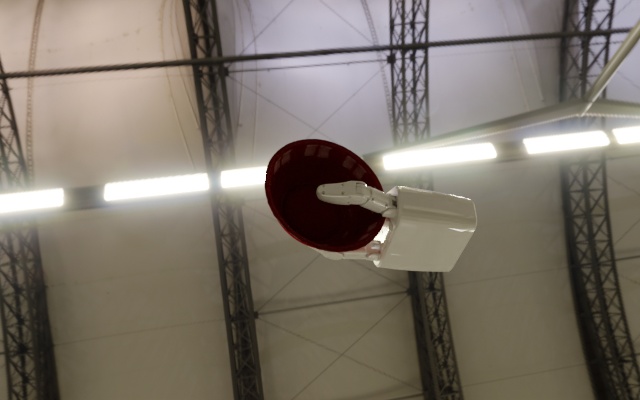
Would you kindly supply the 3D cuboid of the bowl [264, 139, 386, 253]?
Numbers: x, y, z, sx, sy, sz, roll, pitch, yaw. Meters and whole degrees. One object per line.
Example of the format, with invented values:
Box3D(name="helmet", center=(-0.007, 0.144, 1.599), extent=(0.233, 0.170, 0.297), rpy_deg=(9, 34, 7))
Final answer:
Box3D(name="bowl", center=(-0.001, 0.002, 0.607), extent=(0.162, 0.162, 0.055), rpy_deg=(0, -29, -24))
